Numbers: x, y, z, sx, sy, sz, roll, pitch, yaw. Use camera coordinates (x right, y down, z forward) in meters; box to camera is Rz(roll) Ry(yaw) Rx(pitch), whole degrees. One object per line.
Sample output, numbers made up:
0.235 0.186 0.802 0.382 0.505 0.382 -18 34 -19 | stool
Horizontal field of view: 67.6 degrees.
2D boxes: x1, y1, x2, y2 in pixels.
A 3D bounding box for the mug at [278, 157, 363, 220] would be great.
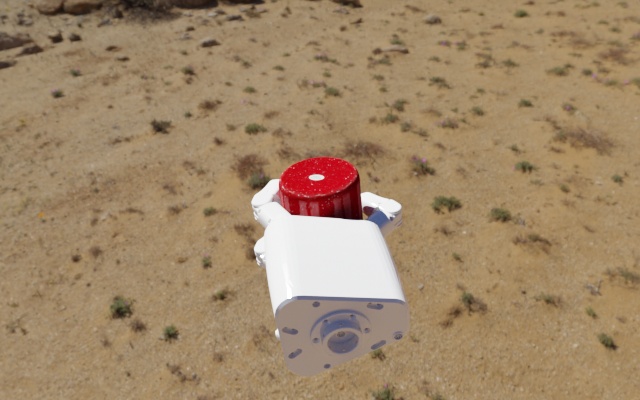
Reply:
0.000 0.001 0.504 0.093 0.082 0.117 -10 33 -4 | mug
